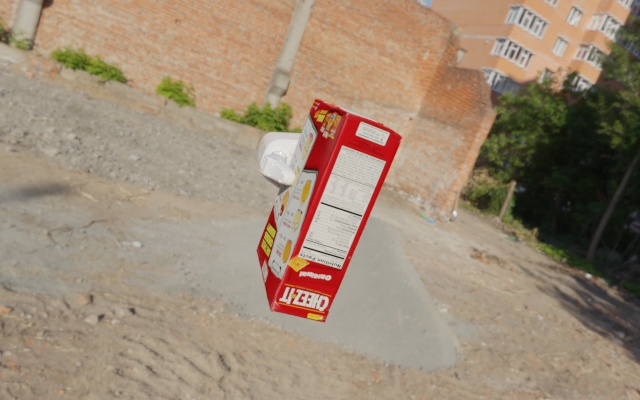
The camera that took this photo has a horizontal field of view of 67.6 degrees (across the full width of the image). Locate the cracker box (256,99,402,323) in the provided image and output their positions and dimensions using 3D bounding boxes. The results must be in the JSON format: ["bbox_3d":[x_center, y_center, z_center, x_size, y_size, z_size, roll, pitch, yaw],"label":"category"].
[{"bbox_3d":[0.000,0.002,0.541,0.072,0.214,0.164,18,12,-17],"label":"cracker box"}]
